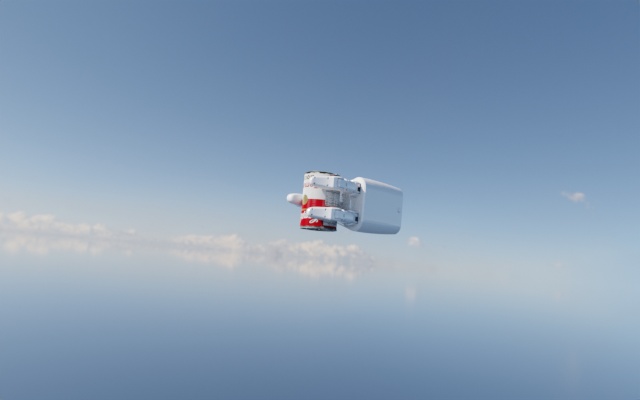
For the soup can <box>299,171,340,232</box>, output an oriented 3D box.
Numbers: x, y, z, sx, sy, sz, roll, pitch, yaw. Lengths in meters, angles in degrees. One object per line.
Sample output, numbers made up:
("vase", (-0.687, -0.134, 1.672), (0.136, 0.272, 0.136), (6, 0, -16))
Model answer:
("soup can", (0.000, 0.002, 0.865), (0.068, 0.102, 0.068), (5, -7, 1))
